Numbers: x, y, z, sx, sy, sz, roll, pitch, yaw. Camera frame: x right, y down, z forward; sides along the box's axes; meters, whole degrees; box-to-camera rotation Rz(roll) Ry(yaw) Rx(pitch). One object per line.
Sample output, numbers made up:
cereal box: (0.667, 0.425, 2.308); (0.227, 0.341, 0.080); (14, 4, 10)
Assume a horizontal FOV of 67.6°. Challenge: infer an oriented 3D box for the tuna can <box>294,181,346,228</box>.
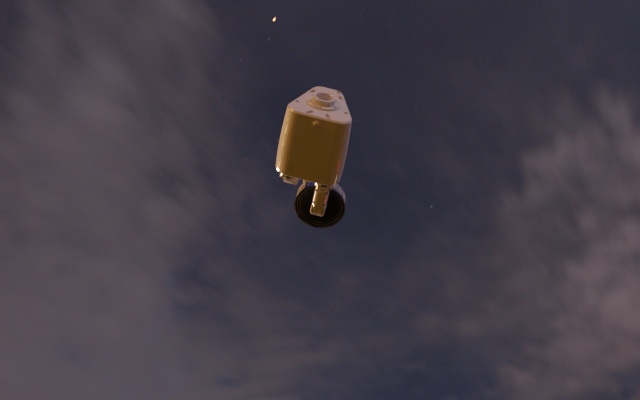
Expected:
tuna can: (0.000, 0.002, 0.810); (0.086, 0.086, 0.033); (0, 33, 7)
